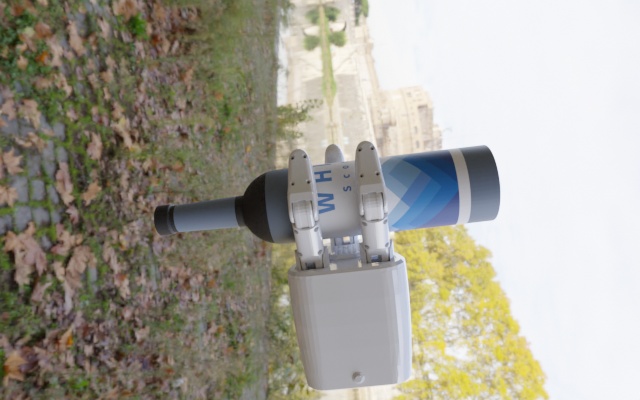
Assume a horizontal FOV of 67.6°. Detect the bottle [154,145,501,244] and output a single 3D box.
[{"bbox_3d":[0.000,0.001,0.424,0.296,0.069,0.069,-7,0,3],"label":"bottle"}]
